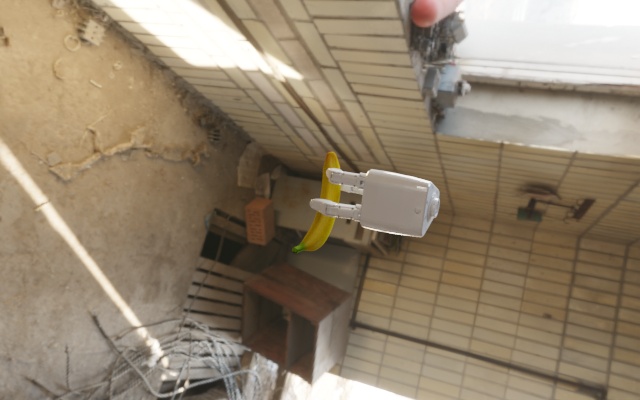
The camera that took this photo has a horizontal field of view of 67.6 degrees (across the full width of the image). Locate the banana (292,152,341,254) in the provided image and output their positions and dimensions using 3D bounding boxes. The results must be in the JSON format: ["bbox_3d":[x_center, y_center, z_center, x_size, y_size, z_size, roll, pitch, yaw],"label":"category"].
[{"bbox_3d":[0.007,0.011,0.879,0.037,0.197,0.070,13,-11,28],"label":"banana"}]
